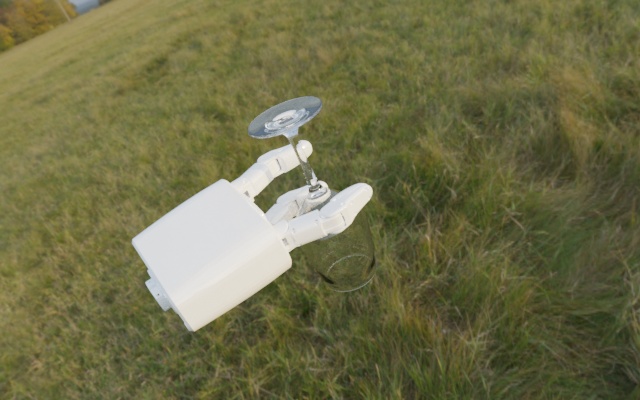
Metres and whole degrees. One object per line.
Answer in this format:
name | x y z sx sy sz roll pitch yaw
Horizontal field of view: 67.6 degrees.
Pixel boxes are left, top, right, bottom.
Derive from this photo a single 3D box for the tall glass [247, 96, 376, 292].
tall glass | 0.000 0.001 0.488 0.079 0.201 0.079 -17 31 11
